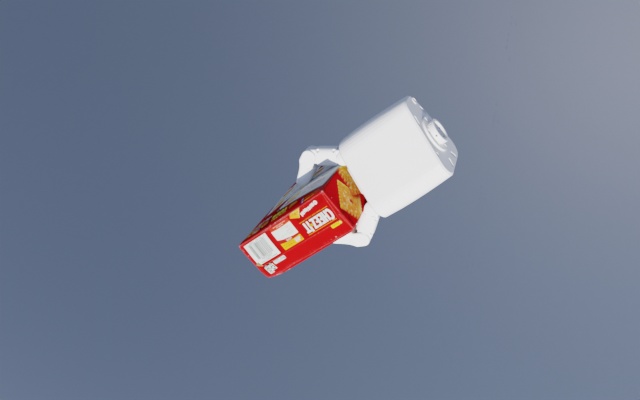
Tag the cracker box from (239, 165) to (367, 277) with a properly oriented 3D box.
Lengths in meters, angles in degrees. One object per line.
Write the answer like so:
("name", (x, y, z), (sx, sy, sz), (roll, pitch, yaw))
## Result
("cracker box", (0.000, 0.002, 0.694), (0.164, 0.072, 0.213), (-34, 11, 32))
